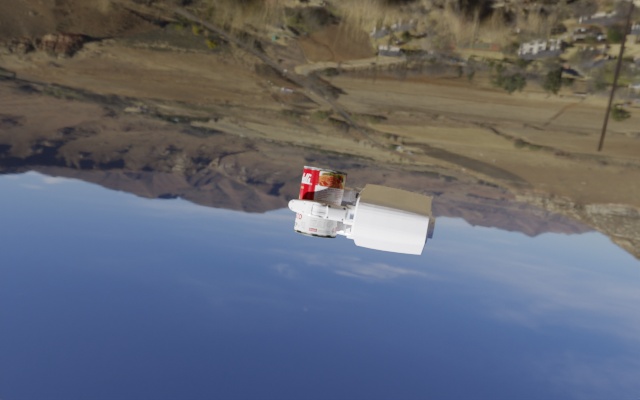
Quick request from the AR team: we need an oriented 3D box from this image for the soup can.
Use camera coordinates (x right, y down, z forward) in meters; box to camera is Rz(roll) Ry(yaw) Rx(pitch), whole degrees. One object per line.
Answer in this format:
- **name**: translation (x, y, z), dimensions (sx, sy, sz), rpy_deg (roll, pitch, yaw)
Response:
- **soup can**: translation (0.000, 0.003, 0.739), dimensions (0.068, 0.102, 0.068), rpy_deg (9, 2, 0)
